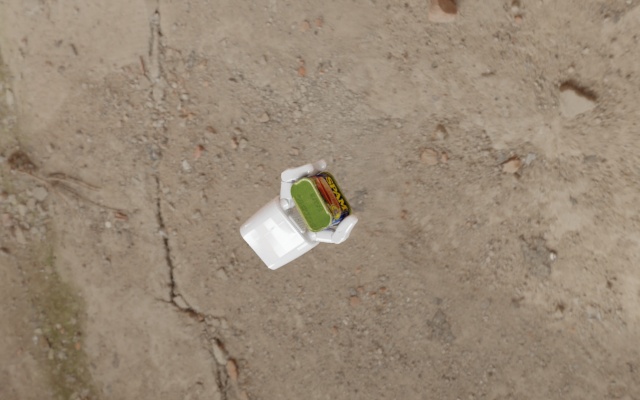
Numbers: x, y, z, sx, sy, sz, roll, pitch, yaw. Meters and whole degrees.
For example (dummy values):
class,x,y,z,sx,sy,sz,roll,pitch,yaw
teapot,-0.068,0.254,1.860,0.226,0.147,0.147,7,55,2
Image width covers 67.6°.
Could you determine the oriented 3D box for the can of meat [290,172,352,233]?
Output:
class,x,y,z,sx,sy,sz,roll,pitch,yaw
can of meat,0.000,0.003,0.848,0.057,0.102,0.084,-32,-7,27
